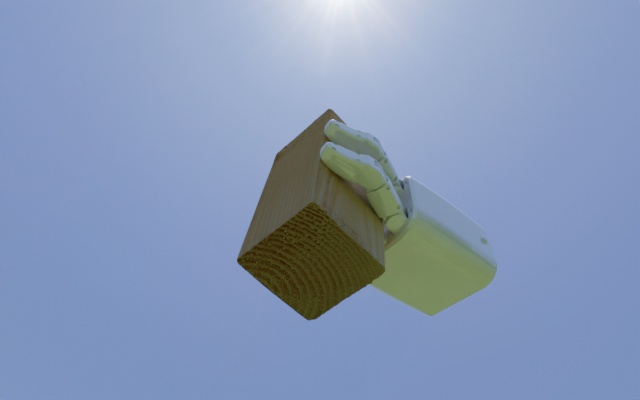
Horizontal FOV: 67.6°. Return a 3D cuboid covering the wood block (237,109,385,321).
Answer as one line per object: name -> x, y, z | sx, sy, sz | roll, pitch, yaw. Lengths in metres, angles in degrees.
wood block -> 0.000, 0.002, 0.472 | 0.091, 0.090, 0.206 | -39, 20, 23
